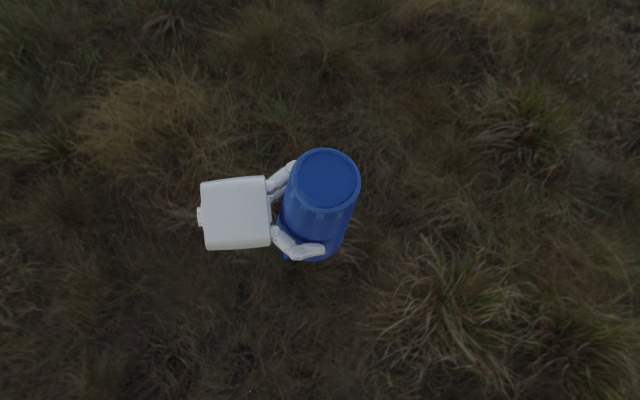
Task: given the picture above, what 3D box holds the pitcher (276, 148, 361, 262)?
[{"bbox_3d":[0.000,0.003,0.814,0.145,0.149,0.243,-4,-21,-9],"label":"pitcher"}]
